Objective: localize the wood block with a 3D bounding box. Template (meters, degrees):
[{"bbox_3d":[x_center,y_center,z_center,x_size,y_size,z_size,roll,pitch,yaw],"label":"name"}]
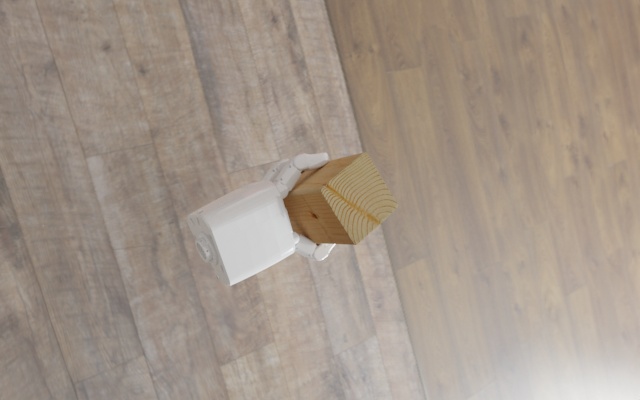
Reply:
[{"bbox_3d":[0.000,0.003,0.695,0.090,0.091,0.206,-40,17,-26],"label":"wood block"}]
